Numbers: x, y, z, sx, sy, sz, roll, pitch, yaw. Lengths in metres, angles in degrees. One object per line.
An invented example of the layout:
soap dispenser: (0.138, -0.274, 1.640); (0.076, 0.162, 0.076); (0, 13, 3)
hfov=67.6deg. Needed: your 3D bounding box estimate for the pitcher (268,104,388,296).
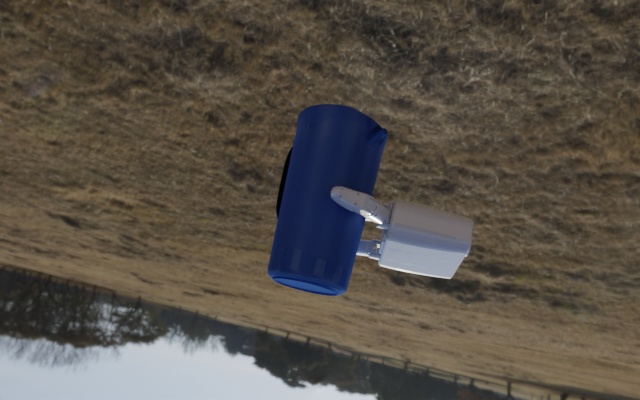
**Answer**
pitcher: (0.000, 0.002, 0.667); (0.145, 0.242, 0.149); (13, -18, 3)
